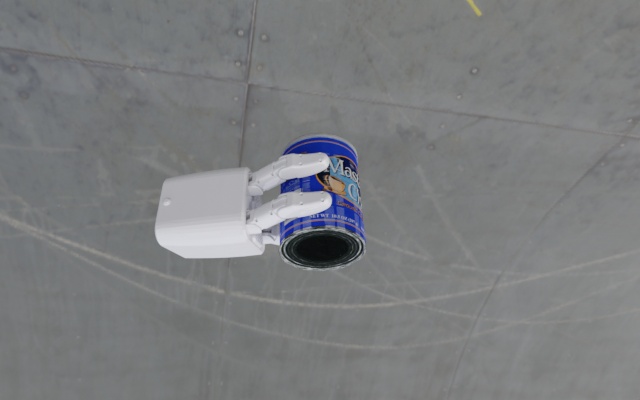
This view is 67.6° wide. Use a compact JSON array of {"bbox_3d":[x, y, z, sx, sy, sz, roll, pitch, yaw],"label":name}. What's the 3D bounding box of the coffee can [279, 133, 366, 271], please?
[{"bbox_3d":[0.000,0.002,0.595,0.103,0.140,0.103,-2,-35,-1],"label":"coffee can"}]
